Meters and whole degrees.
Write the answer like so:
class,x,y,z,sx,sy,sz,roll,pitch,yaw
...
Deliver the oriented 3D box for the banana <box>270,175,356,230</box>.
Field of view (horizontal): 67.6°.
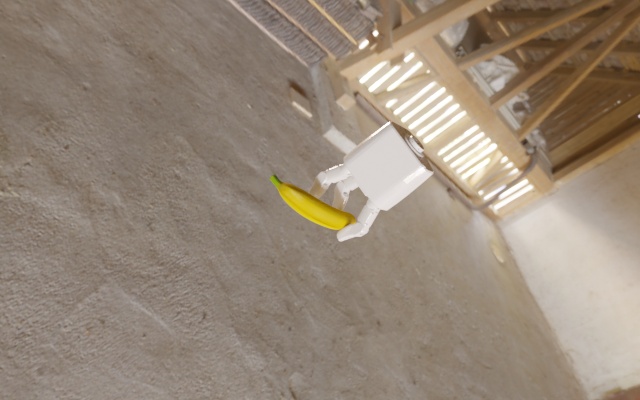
class,x,y,z,sx,sy,sz,roll,pitch,yaw
banana,0.001,0.014,0.830,0.198,0.069,0.037,30,-61,-34
